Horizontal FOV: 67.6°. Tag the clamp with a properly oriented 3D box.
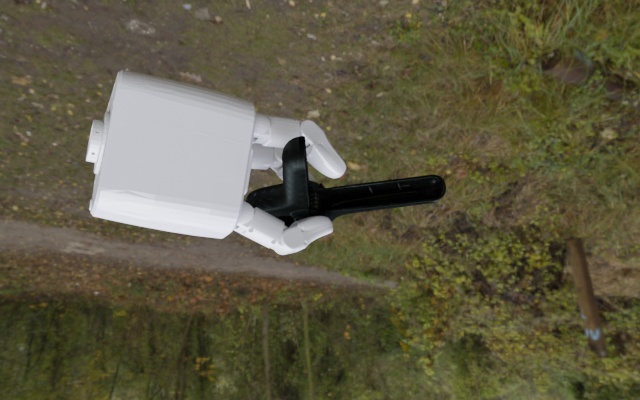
[{"bbox_3d":[0.000,0.002,0.455,0.164,0.036,0.210,10,-21,-29],"label":"clamp"}]
